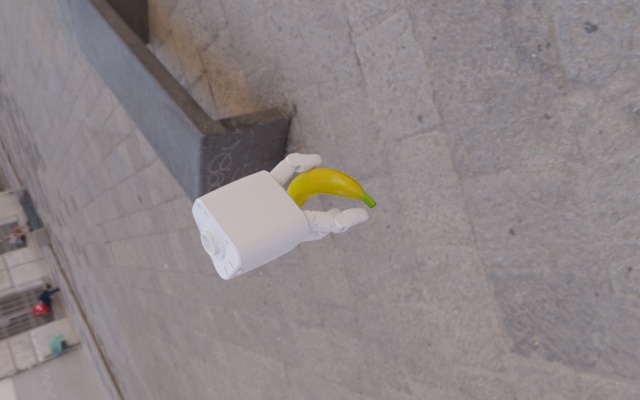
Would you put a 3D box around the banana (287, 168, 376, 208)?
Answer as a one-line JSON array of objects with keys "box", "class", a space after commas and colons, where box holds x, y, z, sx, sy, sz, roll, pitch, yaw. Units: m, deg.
[{"box": [-0.005, -0.015, 0.709, 0.037, 0.070, 0.198, -32, 18, -33], "class": "banana"}]
